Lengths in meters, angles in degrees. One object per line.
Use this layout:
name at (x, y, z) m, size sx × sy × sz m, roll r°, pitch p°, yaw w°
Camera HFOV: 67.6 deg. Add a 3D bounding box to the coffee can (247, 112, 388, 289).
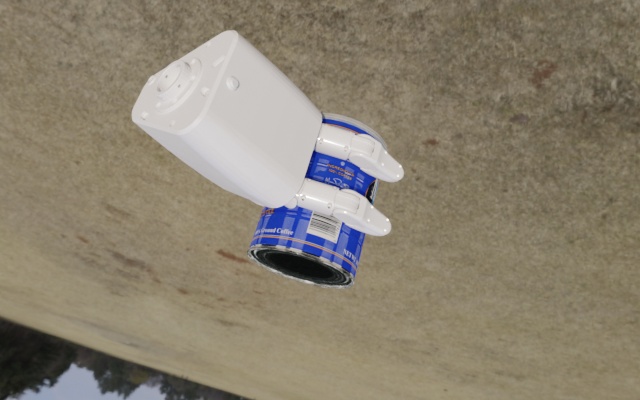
coffee can at (0.000, 0.001, 0.463) m, size 0.103 × 0.140 × 0.103 m, roll 14°, pitch -22°, yaw 6°
